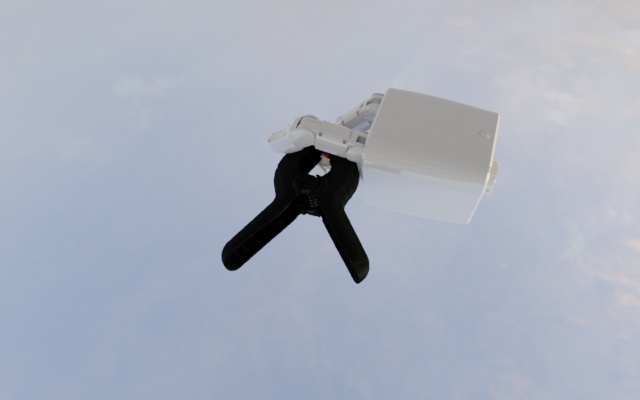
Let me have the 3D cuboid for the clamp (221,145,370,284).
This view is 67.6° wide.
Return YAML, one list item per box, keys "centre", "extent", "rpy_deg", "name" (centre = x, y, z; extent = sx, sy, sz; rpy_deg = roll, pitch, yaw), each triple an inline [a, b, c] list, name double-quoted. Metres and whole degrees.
- centre: [0.000, 0.002, 0.421]
  extent: [0.120, 0.171, 0.039]
  rpy_deg: [15, -36, 13]
  name: "clamp"
